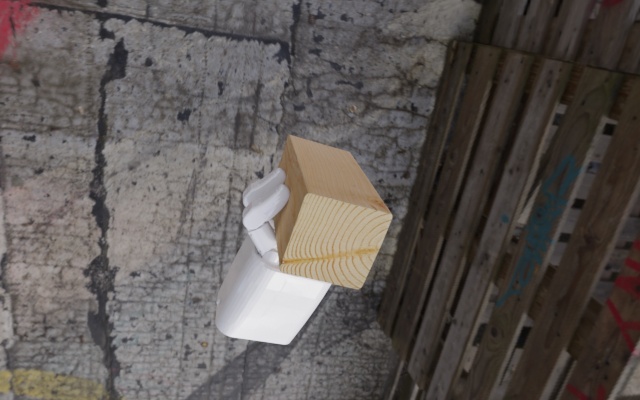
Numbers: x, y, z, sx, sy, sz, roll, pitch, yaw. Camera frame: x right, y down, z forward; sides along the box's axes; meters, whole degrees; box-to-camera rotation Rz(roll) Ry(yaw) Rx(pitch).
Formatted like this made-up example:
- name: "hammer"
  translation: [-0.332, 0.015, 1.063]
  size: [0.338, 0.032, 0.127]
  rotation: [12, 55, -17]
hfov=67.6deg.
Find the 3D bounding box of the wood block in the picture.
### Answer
- name: "wood block"
  translation: [0.000, 0.002, 0.553]
  size: [0.091, 0.090, 0.206]
  rotation: [15, 20, -15]
